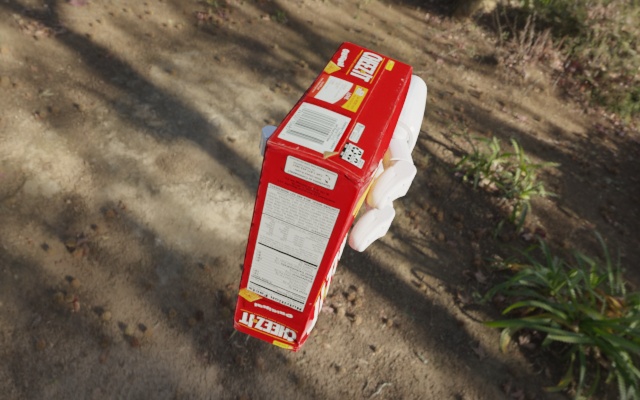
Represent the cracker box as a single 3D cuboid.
[{"bbox_3d":[0.000,0.001,0.405,0.072,0.214,0.164,22,43,5],"label":"cracker box"}]
